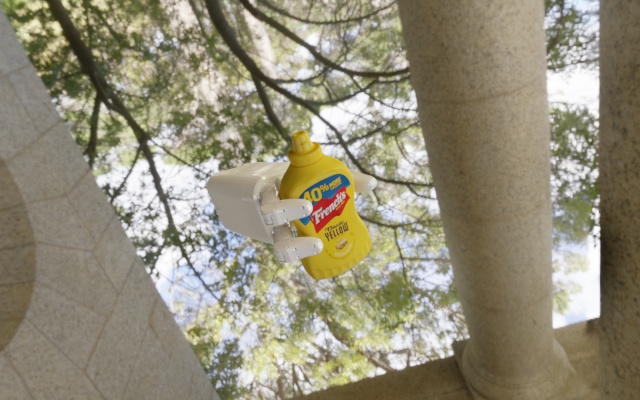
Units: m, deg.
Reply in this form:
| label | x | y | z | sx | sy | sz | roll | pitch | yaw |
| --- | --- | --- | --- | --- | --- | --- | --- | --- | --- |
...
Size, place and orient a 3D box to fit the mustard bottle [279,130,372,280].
| label | x | y | z | sx | sy | sz | roll | pitch | yaw |
| --- | --- | --- | --- | --- | --- | --- | --- | --- | --- |
| mustard bottle | 0.000 | 0.002 | 0.598 | 0.096 | 0.192 | 0.058 | -27 | 30 | -17 |
